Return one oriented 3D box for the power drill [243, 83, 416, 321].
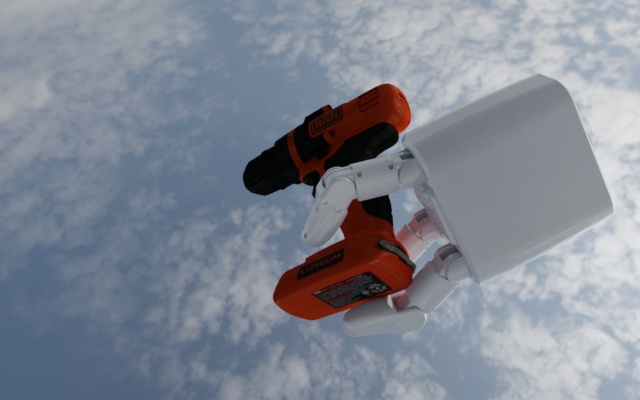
[{"bbox_3d":[0.000,0.002,0.412,0.184,0.187,0.057,-26,-42,28],"label":"power drill"}]
